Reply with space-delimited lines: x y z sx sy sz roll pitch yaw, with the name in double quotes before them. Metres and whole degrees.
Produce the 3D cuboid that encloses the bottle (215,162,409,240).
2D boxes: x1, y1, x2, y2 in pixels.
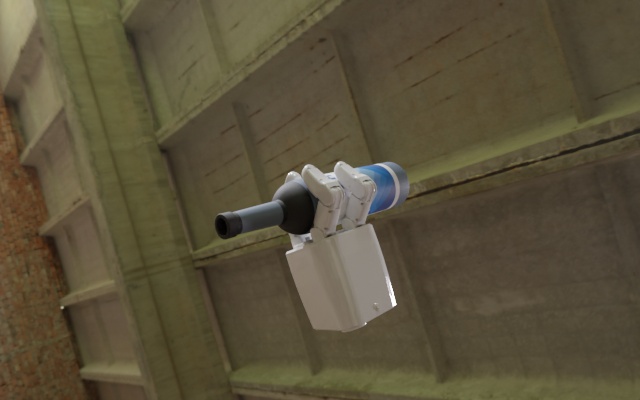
"bottle" 0.000 0.002 0.596 0.069 0.069 0.295 0 10 45
